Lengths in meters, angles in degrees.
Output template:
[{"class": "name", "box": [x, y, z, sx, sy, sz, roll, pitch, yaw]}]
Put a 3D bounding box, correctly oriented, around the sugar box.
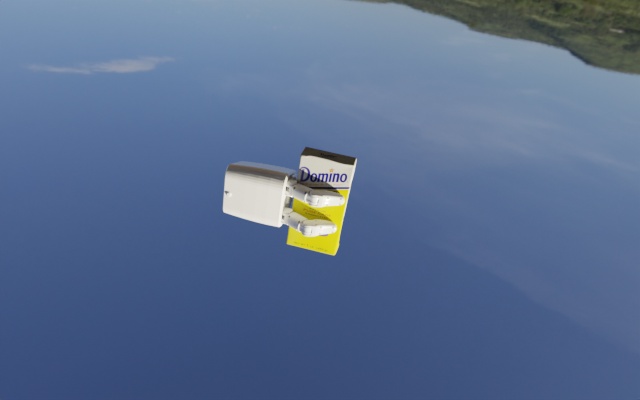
[{"class": "sugar box", "box": [0.000, 0.003, 0.831, 0.093, 0.176, 0.048, 12, 28, 5]}]
